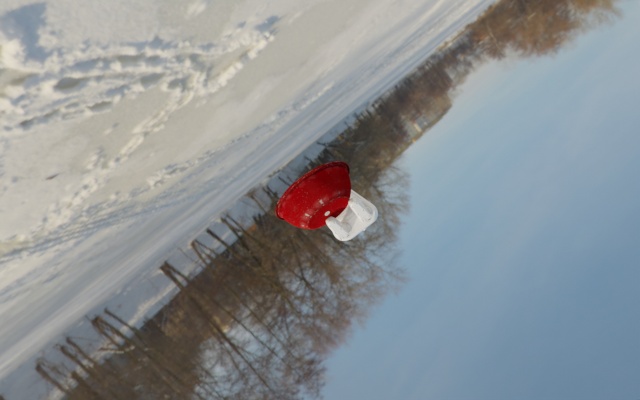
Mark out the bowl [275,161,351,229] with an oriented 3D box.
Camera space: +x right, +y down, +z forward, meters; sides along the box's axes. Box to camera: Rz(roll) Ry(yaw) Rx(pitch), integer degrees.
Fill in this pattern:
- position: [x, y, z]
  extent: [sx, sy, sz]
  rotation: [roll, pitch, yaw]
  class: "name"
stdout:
- position: [0.000, 0.003, 0.868]
  extent: [0.162, 0.055, 0.162]
  rotation: [-30, -23, -14]
  class: "bowl"
